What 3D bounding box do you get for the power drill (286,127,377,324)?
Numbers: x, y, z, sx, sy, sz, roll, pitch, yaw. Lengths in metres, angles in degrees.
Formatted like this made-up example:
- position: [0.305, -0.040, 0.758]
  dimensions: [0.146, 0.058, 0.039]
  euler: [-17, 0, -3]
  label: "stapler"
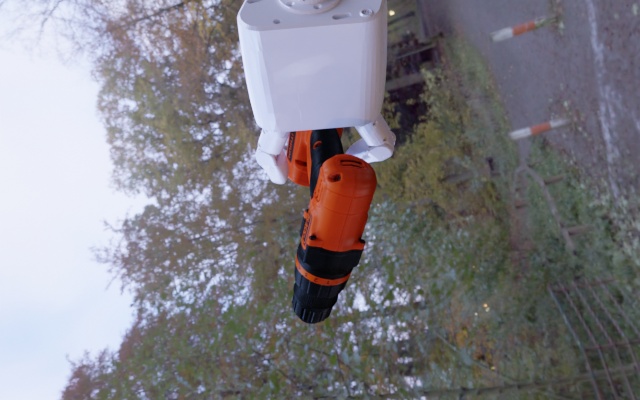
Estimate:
- position: [0.000, 0.001, 0.472]
  dimensions: [0.057, 0.185, 0.187]
  euler: [6, 38, -14]
  label: "power drill"
